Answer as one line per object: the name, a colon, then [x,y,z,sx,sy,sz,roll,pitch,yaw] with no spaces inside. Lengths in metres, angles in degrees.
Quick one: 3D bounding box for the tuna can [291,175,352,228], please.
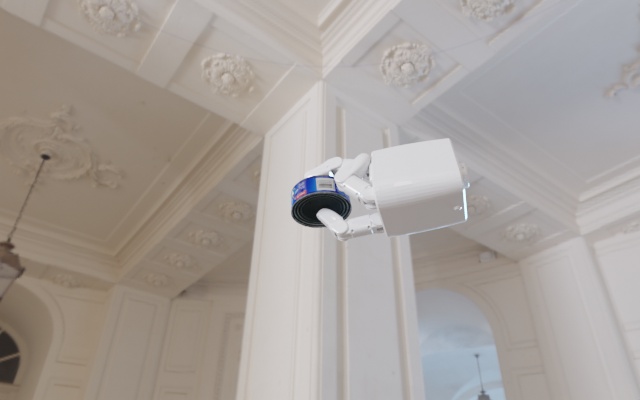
tuna can: [0.000,0.002,0.680,0.086,0.033,0.086,-4,-36,-3]
